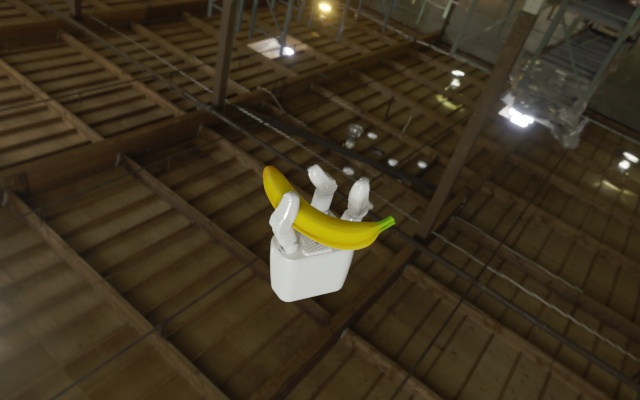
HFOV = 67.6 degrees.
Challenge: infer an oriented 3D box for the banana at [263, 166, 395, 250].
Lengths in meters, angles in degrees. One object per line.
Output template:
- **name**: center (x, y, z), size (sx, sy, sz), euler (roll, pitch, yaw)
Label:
- **banana**: center (-0.007, 0.016, 0.619), size (0.198, 0.069, 0.037), euler (24, -33, 20)
